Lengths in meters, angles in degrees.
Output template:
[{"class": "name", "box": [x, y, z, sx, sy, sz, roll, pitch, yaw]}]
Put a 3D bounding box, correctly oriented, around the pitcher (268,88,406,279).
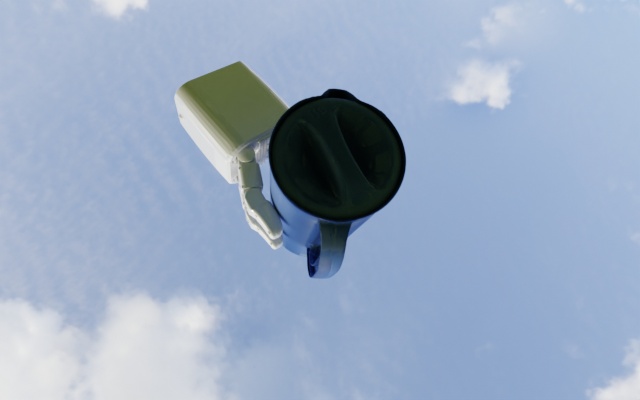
[{"class": "pitcher", "box": [0.000, 0.002, 0.557, 0.149, 0.145, 0.243, -42, -8, -18]}]
